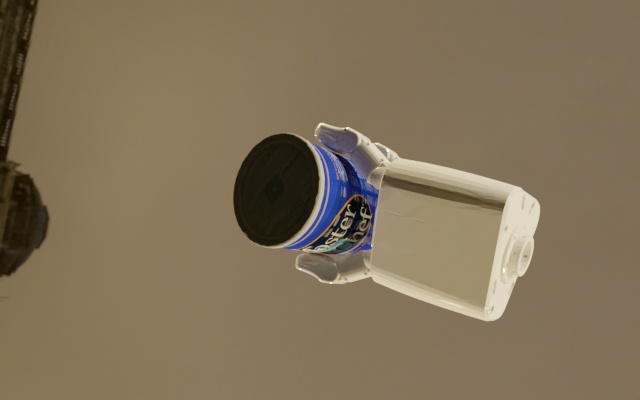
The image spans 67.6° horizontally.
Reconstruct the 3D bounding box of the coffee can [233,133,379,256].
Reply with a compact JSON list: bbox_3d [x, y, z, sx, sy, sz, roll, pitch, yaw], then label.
[{"bbox_3d":[0.000,0.002,0.472,0.103,0.103,0.140,0,-10,37],"label":"coffee can"}]
